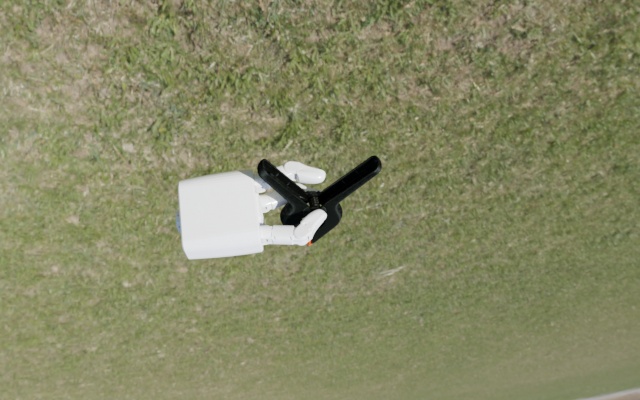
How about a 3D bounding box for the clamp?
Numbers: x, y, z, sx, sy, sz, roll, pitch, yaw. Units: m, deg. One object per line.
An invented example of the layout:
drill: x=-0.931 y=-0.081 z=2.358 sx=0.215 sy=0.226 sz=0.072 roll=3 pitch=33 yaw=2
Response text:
clamp: x=0.000 y=0.003 z=0.697 sx=0.164 sy=0.036 sz=0.210 roll=-5 pitch=-33 yaw=-4
